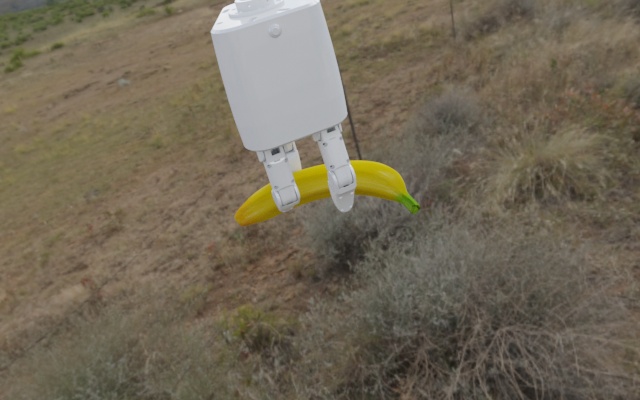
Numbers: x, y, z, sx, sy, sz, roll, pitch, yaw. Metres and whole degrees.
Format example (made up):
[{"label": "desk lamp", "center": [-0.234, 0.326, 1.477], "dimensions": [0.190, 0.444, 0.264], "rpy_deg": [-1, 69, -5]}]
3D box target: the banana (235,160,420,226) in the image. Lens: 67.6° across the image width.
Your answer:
[{"label": "banana", "center": [0.004, -0.011, 0.520], "dimensions": [0.198, 0.037, 0.069], "rpy_deg": [-6, 42, 9]}]
